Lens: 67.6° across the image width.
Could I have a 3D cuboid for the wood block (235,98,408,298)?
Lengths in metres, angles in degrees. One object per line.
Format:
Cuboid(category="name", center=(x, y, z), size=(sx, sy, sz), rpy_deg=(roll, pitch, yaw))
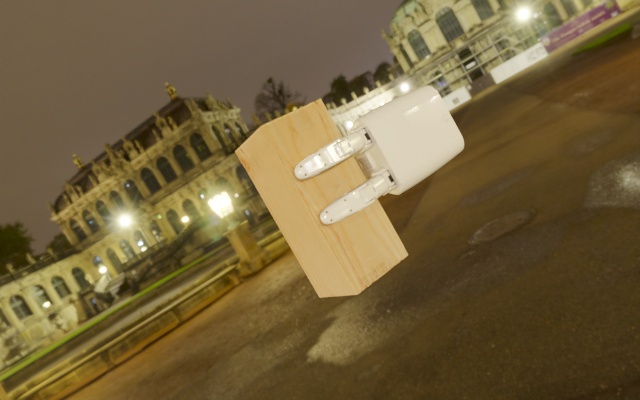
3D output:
Cuboid(category="wood block", center=(0.000, 0.002, 0.562), size=(0.090, 0.206, 0.091), rpy_deg=(-31, 3, -30))
